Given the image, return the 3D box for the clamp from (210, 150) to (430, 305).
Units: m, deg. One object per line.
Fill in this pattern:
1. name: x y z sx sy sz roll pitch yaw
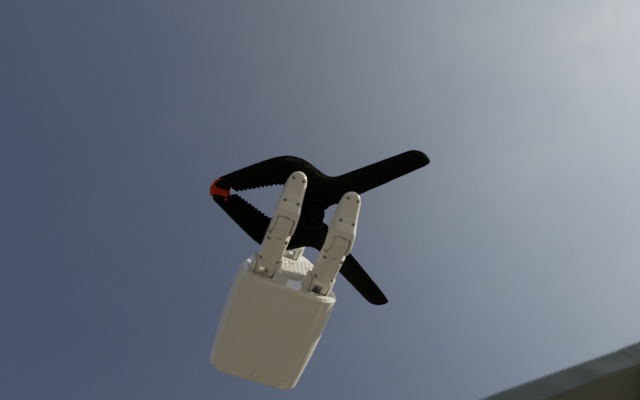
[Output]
1. clamp: -0.001 0.001 0.474 0.210 0.164 0.036 20 8 -10
